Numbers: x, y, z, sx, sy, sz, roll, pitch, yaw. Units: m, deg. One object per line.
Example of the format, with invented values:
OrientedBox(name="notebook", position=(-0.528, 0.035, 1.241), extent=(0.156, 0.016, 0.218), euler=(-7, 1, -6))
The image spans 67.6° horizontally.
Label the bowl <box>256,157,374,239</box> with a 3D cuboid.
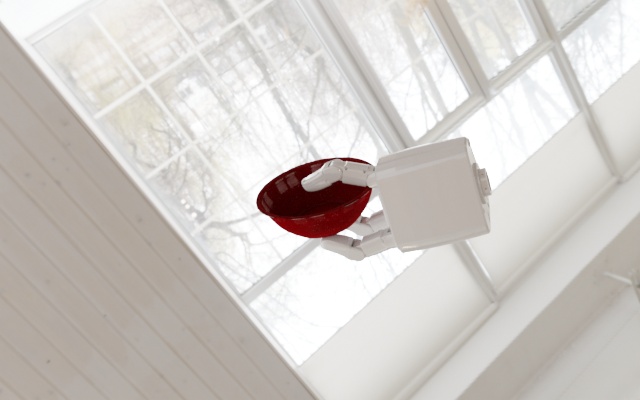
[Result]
OrientedBox(name="bowl", position=(-0.001, 0.002, 0.625), extent=(0.162, 0.055, 0.162), euler=(-12, 28, 6))
